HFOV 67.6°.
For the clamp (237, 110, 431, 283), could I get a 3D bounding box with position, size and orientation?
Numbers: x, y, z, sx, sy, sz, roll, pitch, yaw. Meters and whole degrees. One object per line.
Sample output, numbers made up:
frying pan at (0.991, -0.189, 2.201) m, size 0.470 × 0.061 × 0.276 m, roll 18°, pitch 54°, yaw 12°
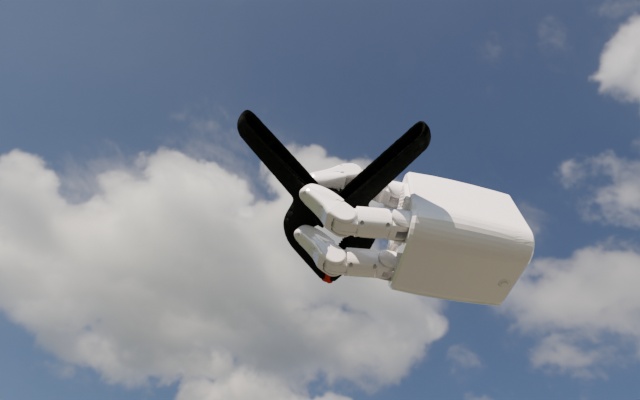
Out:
clamp at (0.000, 0.001, 0.465) m, size 0.164 × 0.210 × 0.036 m, roll 10°, pitch 42°, yaw 1°
